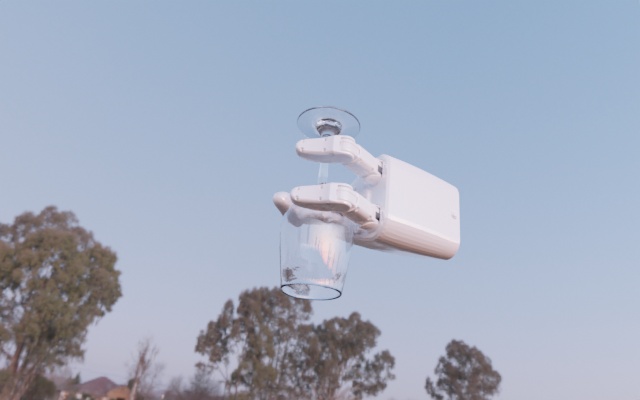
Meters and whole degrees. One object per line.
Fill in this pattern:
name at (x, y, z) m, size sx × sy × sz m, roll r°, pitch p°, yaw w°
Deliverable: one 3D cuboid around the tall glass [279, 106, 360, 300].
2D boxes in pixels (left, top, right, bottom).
tall glass at (0.000, 0.001, 0.514) m, size 0.079 × 0.201 × 0.079 m, roll 5°, pitch -25°, yaw 3°
